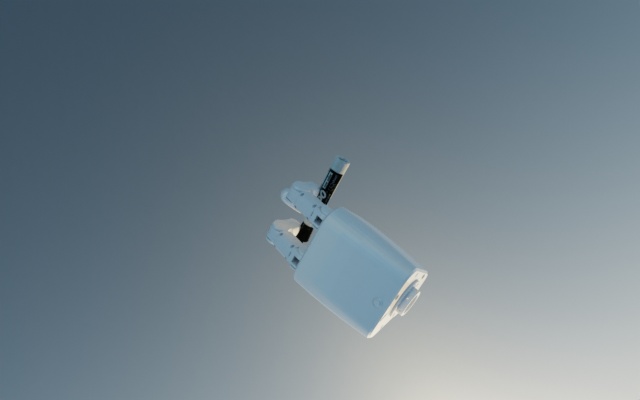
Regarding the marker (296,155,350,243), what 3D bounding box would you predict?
[{"bbox_3d":[0.000,0.002,0.579,0.020,0.121,0.020,24,20,-10],"label":"marker"}]
